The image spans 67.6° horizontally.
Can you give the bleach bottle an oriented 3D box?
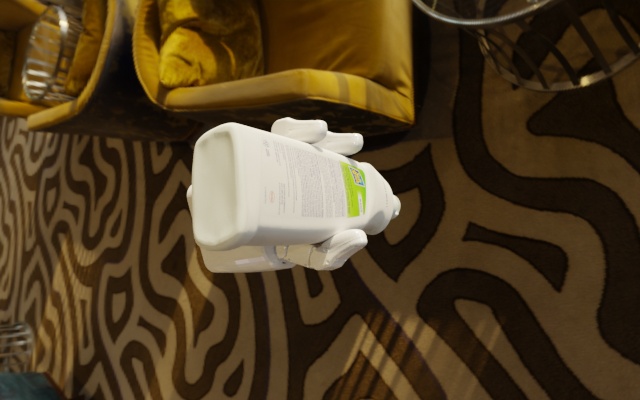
[{"bbox_3d":[0.000,0.001,0.460,0.068,0.102,0.251,-14,-15,39],"label":"bleach bottle"}]
